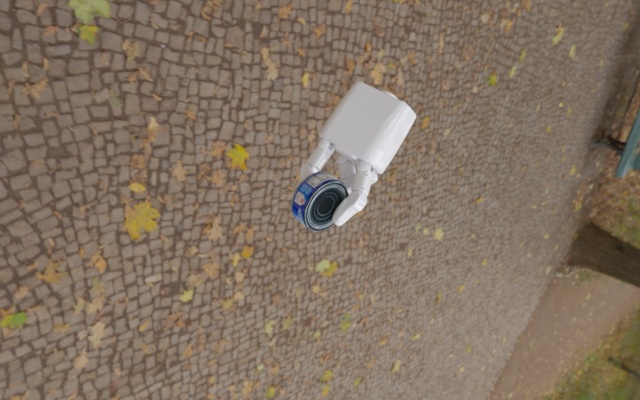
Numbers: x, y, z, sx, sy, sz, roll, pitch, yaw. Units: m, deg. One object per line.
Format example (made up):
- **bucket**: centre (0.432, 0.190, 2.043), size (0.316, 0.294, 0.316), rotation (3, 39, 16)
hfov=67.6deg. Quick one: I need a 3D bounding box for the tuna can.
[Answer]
- **tuna can**: centre (0.000, 0.003, 0.710), size (0.086, 0.086, 0.033), rotation (0, 27, -44)
